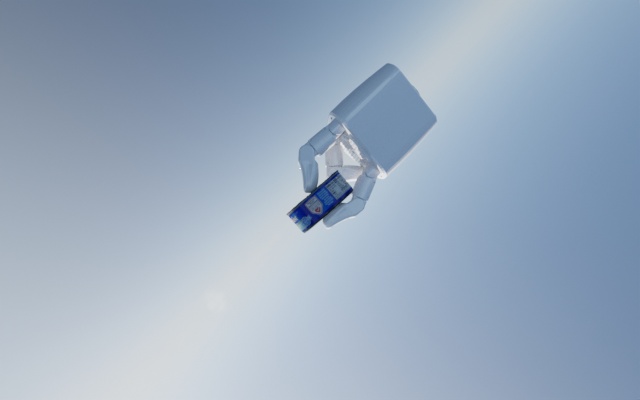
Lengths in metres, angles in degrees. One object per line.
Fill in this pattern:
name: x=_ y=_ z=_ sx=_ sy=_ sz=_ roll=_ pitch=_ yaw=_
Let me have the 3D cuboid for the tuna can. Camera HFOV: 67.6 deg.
tuna can: x=0.000 y=0.002 z=0.601 sx=0.086 sy=0.034 sz=0.086 roll=-41 pitch=0 yaw=0
